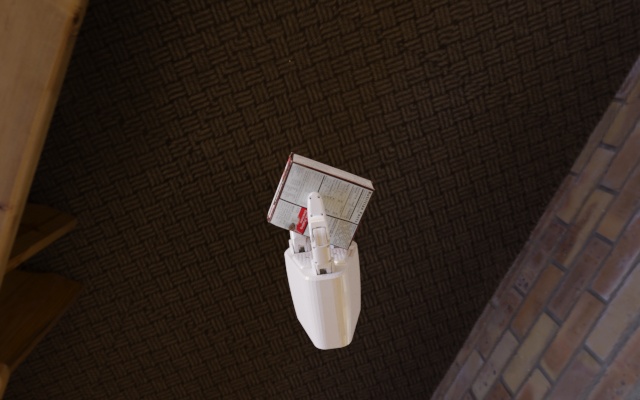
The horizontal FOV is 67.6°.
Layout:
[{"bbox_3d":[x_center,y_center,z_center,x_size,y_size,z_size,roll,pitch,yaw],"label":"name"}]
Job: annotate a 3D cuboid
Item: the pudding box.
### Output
[{"bbox_3d":[0.000,0.002,0.600,0.113,0.090,0.039,19,18,-11],"label":"pudding box"}]
